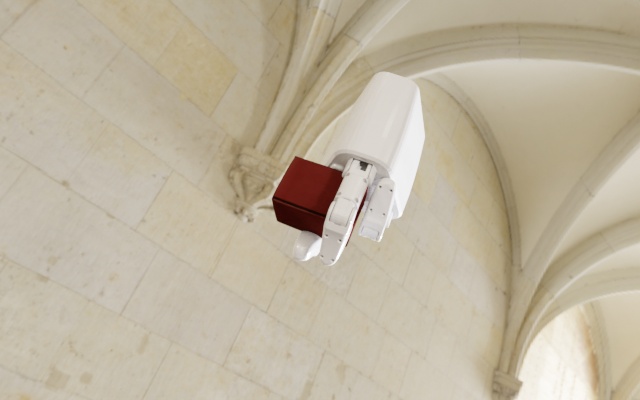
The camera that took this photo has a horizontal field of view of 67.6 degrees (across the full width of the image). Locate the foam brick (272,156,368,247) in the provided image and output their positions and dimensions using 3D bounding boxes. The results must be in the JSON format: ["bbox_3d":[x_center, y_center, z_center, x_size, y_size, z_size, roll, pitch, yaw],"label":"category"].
[{"bbox_3d":[0.000,0.001,0.460,0.078,0.051,0.053,20,-25,8],"label":"foam brick"}]
